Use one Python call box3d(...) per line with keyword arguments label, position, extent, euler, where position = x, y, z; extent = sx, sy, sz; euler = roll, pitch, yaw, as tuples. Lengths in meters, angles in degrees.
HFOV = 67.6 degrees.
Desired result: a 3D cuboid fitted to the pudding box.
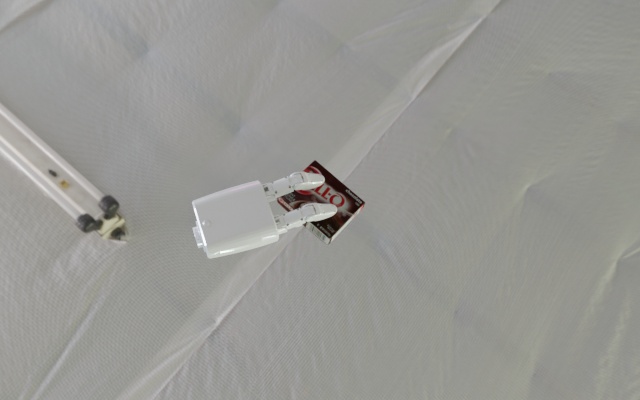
box3d(label="pudding box", position=(0.000, 0.003, 0.768), extent=(0.090, 0.113, 0.039), euler=(-45, -9, -23))
